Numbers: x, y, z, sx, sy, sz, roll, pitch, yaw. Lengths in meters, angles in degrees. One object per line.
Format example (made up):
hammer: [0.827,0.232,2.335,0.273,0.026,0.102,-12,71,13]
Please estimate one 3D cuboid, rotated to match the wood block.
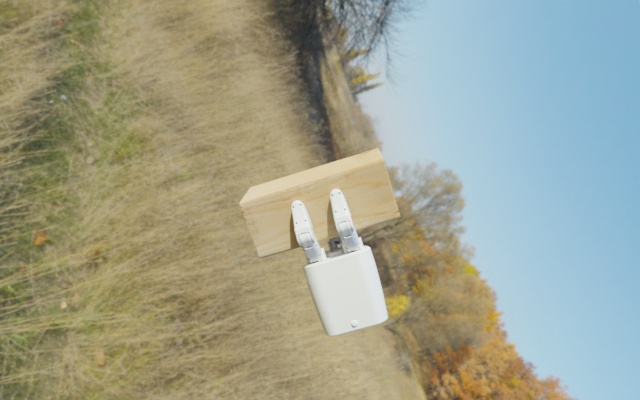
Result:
wood block: [0.000,0.003,0.694,0.206,0.090,0.090,-17,14,6]
